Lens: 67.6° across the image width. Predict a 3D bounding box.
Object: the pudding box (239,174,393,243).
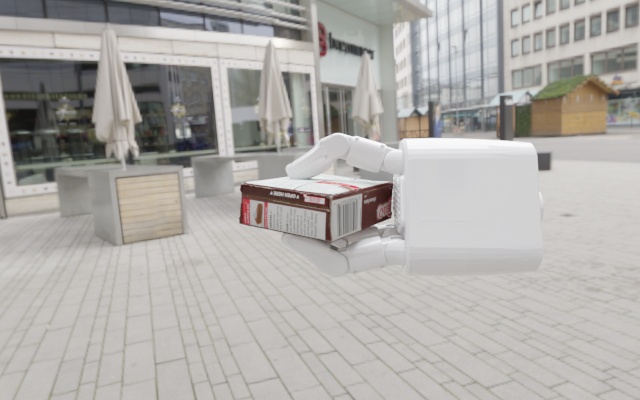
[{"bbox_3d":[0.000,0.001,0.411,0.090,0.039,0.113,8,10,31],"label":"pudding box"}]
